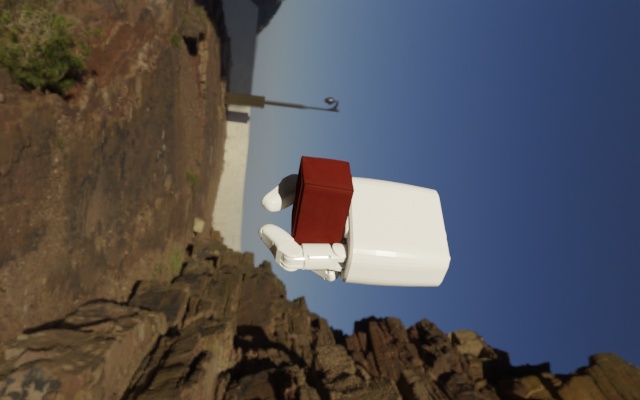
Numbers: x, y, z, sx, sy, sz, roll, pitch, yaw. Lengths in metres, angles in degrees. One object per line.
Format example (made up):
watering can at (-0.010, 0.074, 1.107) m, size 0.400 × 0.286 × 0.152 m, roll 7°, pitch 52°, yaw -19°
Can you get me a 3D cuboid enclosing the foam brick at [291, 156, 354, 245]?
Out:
foam brick at (0.000, 0.001, 0.488) m, size 0.051 × 0.078 × 0.053 m, roll 6°, pitch 37°, yaw -7°
